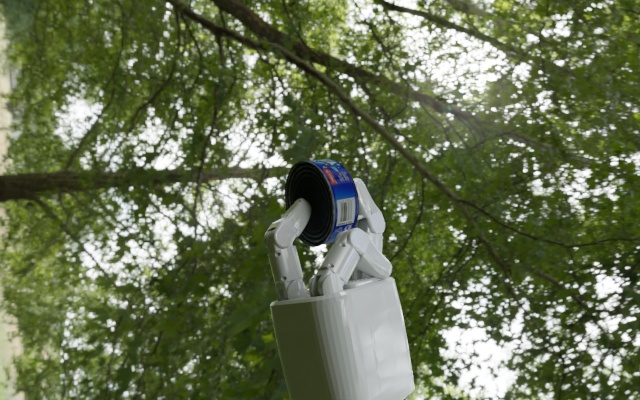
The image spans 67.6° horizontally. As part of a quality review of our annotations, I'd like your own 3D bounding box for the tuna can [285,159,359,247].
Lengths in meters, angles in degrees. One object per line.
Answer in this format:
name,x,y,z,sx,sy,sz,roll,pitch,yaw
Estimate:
tuna can,0.001,0.001,0.479,0.034,0.086,0.086,-10,6,-34
